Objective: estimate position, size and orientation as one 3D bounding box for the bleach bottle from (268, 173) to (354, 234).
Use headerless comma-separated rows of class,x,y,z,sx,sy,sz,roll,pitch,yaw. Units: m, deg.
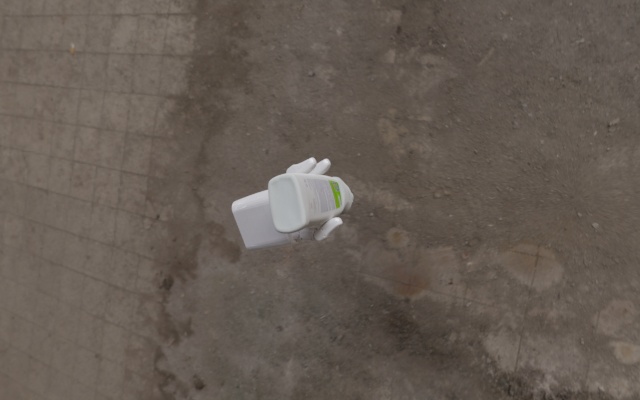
bleach bottle,0.000,0.003,0.895,0.068,0.102,0.251,-14,-6,27
